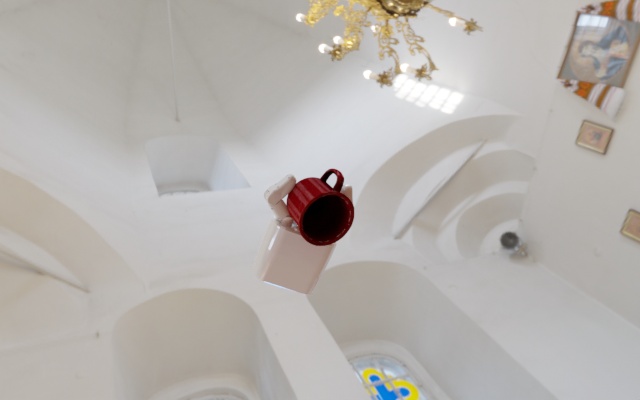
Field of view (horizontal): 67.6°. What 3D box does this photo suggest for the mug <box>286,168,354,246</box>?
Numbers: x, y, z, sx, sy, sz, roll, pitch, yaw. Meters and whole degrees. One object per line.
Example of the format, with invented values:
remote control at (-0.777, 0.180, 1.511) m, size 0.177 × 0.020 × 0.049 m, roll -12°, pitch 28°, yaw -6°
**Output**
mug at (0.001, 0.001, 0.759) m, size 0.093 × 0.117 × 0.081 m, roll 16°, pitch 16°, yaw -30°
